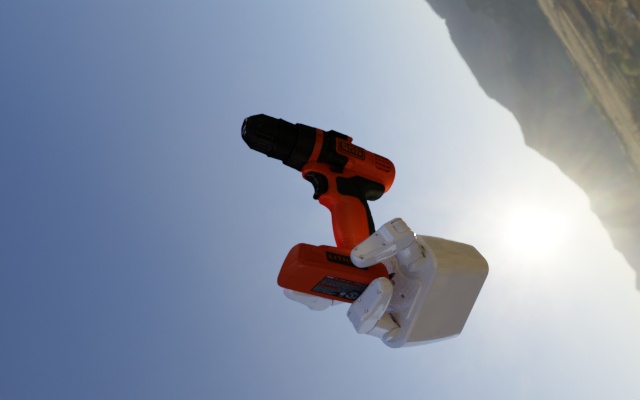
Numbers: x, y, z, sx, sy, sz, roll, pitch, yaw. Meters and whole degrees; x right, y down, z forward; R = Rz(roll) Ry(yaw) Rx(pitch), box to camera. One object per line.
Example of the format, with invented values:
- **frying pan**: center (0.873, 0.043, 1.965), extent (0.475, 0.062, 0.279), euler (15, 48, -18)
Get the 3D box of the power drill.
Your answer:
- **power drill**: center (0.000, 0.002, 0.489), extent (0.184, 0.187, 0.057), euler (17, -39, -20)
